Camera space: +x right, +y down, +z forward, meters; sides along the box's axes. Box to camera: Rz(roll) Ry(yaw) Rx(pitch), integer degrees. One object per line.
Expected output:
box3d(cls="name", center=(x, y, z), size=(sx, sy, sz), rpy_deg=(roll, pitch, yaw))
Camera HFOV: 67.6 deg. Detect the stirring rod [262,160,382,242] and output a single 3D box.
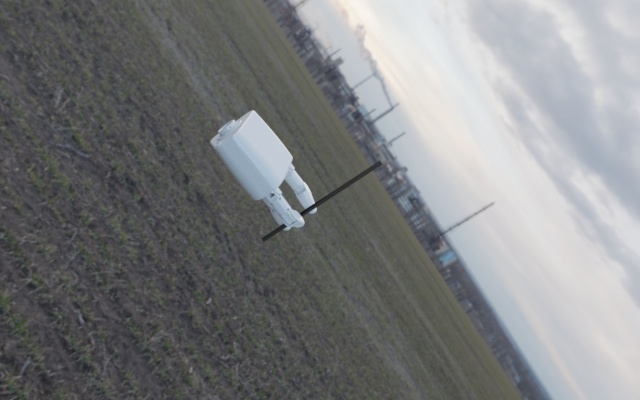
box3d(cls="stirring rod", center=(0.000, 0.003, 0.802), size=(0.239, 0.011, 0.011), rpy_deg=(-33, -6, 10))
